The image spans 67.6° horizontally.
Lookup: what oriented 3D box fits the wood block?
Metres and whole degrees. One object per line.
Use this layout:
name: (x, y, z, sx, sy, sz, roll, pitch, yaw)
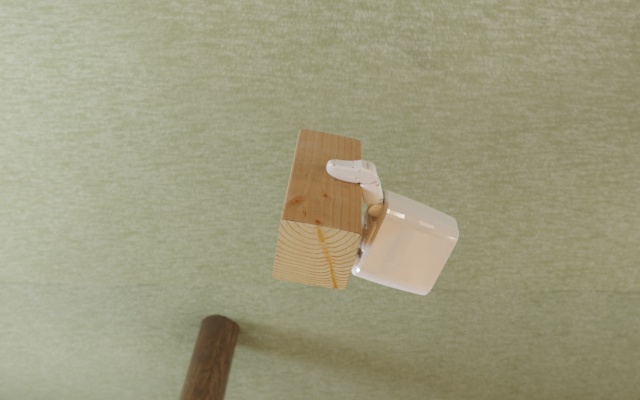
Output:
wood block: (0.001, 0.002, 0.610, 0.090, 0.091, 0.206, 10, 36, -3)
